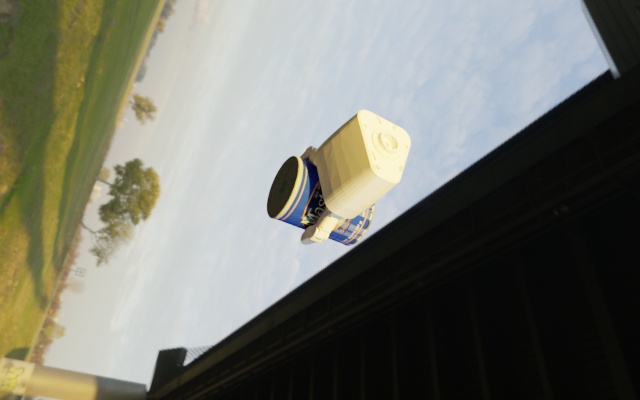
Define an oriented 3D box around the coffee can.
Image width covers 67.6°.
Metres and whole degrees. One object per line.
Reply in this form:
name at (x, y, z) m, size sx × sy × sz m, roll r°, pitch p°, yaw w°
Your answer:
coffee can at (0.000, 0.003, 0.757) m, size 0.140 × 0.103 × 0.103 m, roll 22°, pitch -10°, yaw -25°
